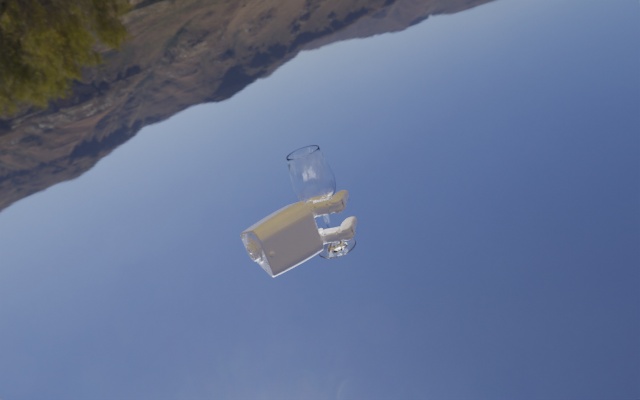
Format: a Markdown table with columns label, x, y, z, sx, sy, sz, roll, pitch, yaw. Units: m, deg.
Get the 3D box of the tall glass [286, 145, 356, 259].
| label | x | y | z | sx | sy | sz | roll | pitch | yaw |
| --- | --- | --- | --- | --- | --- | --- | --- | --- | --- |
| tall glass | 0.000 | 0.003 | 0.872 | 0.079 | 0.201 | 0.079 | -17 | 20 | 7 |
